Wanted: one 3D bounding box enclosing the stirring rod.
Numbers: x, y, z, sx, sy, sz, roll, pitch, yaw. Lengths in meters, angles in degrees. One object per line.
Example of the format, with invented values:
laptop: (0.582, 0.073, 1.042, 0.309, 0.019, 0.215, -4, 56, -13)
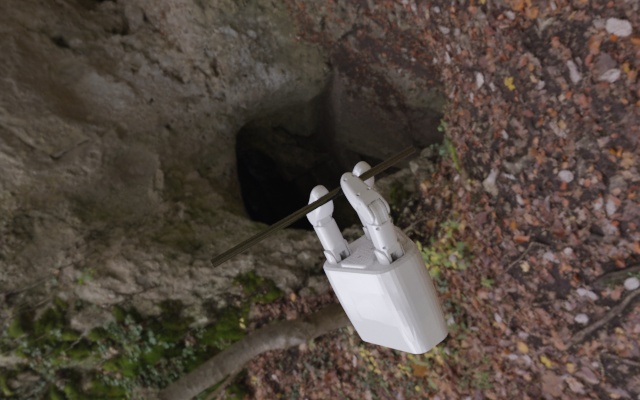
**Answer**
stirring rod: (0.000, 0.002, 0.476, 0.239, 0.011, 0.011, -30, 10, -18)
